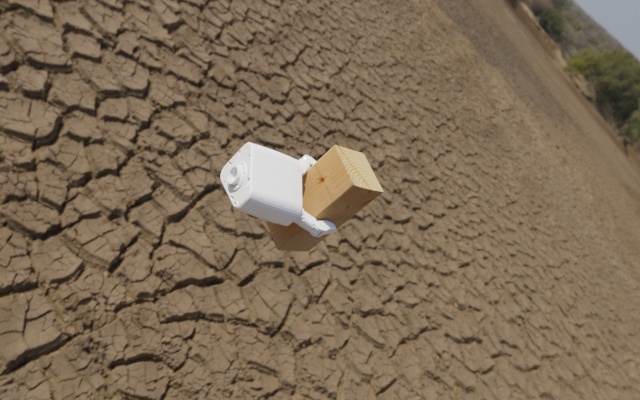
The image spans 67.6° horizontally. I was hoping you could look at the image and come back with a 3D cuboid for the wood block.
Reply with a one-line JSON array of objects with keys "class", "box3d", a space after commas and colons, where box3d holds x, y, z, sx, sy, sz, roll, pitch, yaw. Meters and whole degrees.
[{"class": "wood block", "box3d": [0.000, 0.003, 0.881, 0.206, 0.090, 0.090, -40, -31, 30]}]
